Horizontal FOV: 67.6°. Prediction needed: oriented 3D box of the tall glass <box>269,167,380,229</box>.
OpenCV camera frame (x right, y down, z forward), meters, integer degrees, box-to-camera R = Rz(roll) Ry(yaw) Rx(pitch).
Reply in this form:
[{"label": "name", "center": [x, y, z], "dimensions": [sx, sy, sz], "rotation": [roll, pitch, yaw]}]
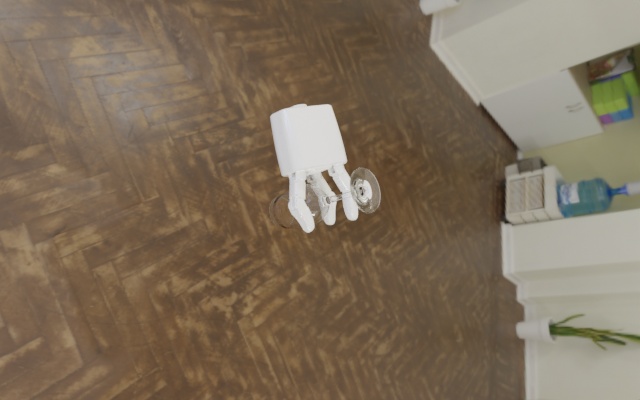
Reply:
[{"label": "tall glass", "center": [0.001, 0.003, 0.816], "dimensions": [0.201, 0.079, 0.079], "rotation": [-16, -11, 42]}]
